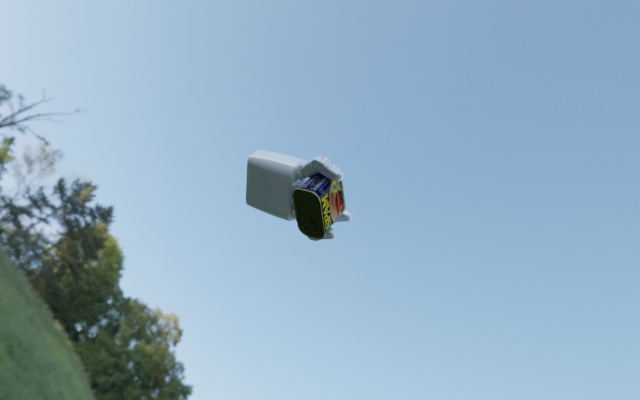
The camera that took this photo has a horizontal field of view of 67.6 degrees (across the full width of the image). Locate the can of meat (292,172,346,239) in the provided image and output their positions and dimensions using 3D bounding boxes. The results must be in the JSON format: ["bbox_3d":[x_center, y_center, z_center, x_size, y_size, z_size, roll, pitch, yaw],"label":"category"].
[{"bbox_3d":[0.000,0.003,0.849,0.057,0.102,0.084,13,39,29],"label":"can of meat"}]
